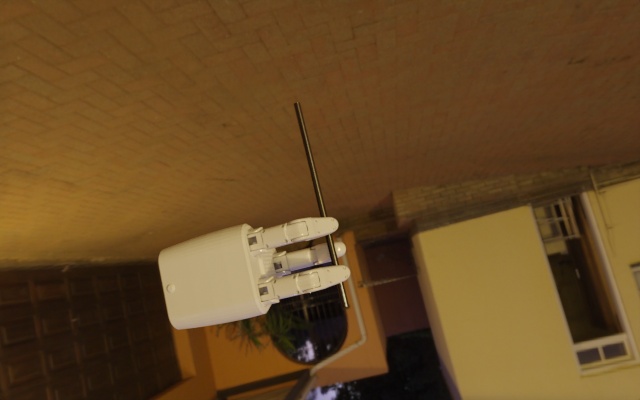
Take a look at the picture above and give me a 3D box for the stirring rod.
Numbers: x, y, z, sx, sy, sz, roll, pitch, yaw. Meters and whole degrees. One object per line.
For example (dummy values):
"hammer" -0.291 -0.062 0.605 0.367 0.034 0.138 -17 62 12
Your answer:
"stirring rod" 0.000 0.002 0.545 0.011 0.239 0.011 -13 -8 -2
